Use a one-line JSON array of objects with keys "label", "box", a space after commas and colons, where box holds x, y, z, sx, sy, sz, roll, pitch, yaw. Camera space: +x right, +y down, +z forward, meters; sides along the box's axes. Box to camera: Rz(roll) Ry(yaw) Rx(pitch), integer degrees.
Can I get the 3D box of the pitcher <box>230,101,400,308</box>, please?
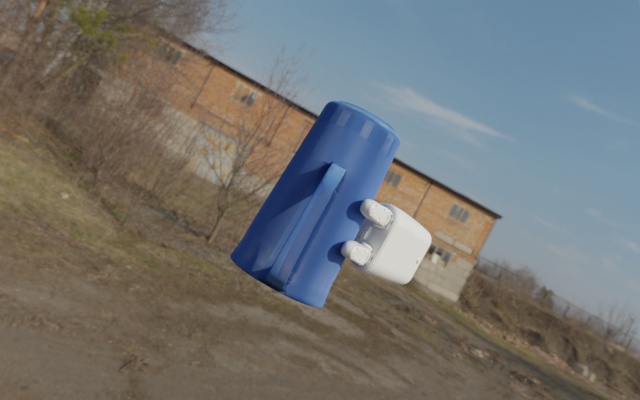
[{"label": "pitcher", "box": [0.000, 0.002, 0.597, 0.145, 0.243, 0.149, 29, -1, -43]}]
